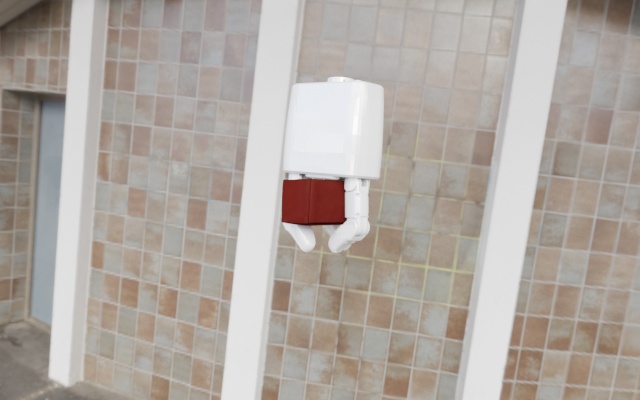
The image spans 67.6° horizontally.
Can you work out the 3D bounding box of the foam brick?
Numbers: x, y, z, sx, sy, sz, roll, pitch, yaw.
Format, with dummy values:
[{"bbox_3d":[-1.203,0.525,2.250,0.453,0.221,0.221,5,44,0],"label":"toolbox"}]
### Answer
[{"bbox_3d":[0.000,0.002,0.553,0.078,0.051,0.053,1,1,-41],"label":"foam brick"}]
